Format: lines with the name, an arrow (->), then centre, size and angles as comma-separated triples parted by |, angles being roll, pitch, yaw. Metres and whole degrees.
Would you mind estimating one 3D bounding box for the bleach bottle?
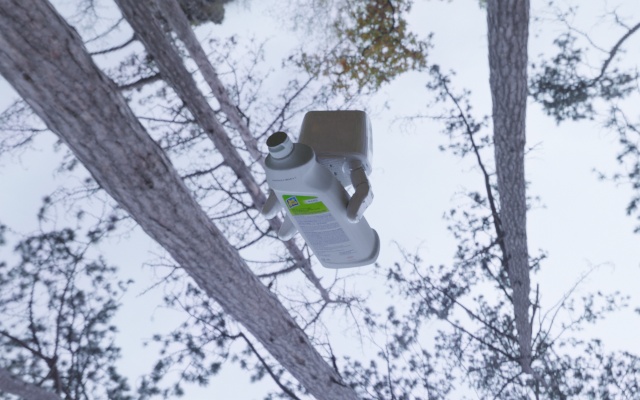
bleach bottle -> 0.000, 0.002, 0.666 | 0.102, 0.068, 0.251 | -10, -43, 20
